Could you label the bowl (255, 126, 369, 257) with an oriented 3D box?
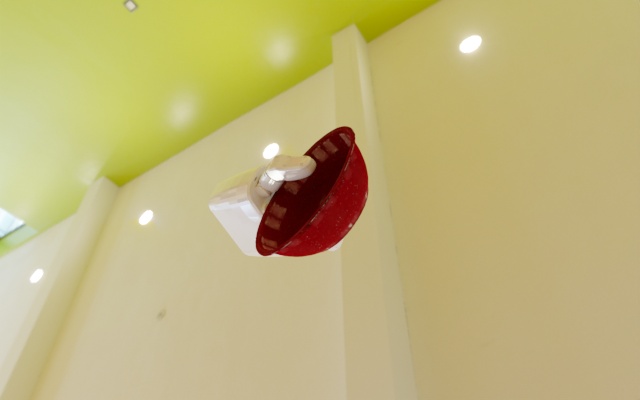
[{"bbox_3d":[0.001,0.002,0.505,0.055,0.162,0.162,36,-14,-19],"label":"bowl"}]
